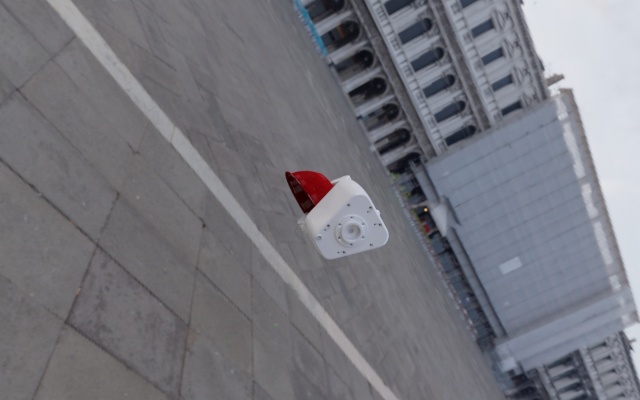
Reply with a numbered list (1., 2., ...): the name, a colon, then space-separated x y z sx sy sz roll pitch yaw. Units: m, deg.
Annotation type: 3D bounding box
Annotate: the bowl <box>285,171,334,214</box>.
1. bowl: 0.000 0.002 0.878 0.055 0.162 0.162 -33 7 -11
